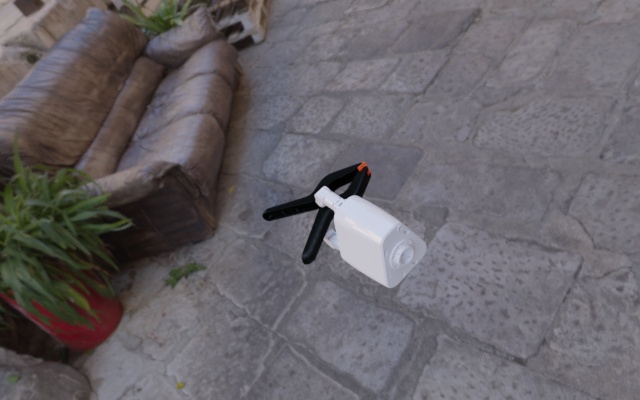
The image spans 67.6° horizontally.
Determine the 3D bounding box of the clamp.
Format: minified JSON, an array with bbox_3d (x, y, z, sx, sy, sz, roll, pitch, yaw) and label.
[{"bbox_3d":[0.000,0.002,0.856,0.164,0.210,0.036,33,-19,43],"label":"clamp"}]
